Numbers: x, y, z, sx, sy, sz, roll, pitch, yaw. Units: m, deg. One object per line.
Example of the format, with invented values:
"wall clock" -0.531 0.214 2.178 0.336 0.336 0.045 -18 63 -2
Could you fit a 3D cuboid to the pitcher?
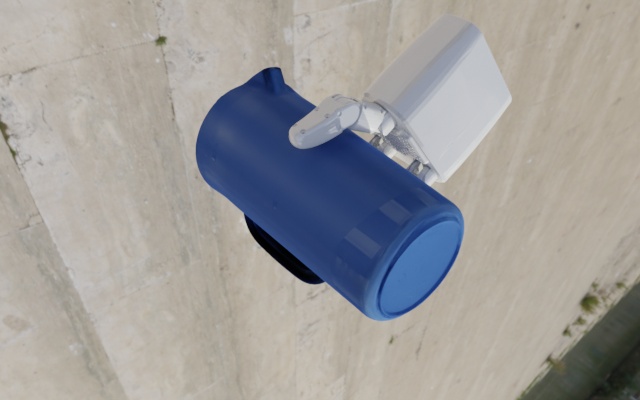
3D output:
"pitcher" 0.000 0.001 0.434 0.242 0.145 0.149 39 -6 38
